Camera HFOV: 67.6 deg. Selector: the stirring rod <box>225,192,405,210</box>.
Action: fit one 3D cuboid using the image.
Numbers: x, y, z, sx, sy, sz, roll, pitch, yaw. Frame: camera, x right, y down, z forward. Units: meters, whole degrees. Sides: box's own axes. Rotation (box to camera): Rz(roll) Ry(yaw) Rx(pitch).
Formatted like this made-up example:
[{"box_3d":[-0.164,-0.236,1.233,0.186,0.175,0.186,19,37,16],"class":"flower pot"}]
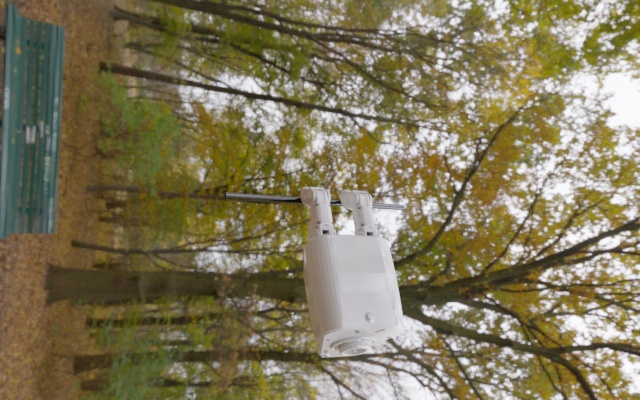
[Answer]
[{"box_3d":[0.000,0.002,0.605,0.239,0.011,0.011,4,-1,-21],"class":"stirring rod"}]
